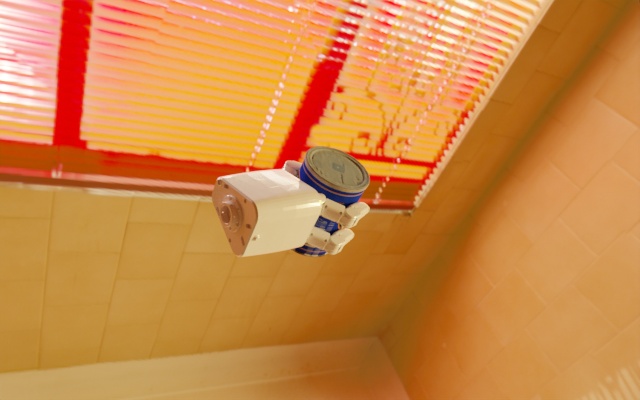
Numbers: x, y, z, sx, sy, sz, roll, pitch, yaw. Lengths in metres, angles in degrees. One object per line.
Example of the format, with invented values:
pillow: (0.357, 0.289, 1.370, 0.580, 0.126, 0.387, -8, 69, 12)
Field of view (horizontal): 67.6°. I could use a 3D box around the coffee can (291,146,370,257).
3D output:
coffee can: (0.000, 0.002, 0.736, 0.103, 0.140, 0.102, 18, 34, -13)
